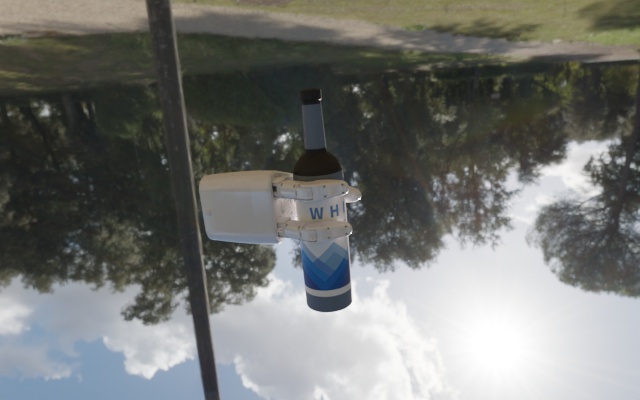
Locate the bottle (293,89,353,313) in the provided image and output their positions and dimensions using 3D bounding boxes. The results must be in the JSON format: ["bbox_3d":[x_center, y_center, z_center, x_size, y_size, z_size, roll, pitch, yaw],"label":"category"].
[{"bbox_3d":[0.000,0.002,0.638,0.069,0.296,0.069,-5,16,1],"label":"bottle"}]
